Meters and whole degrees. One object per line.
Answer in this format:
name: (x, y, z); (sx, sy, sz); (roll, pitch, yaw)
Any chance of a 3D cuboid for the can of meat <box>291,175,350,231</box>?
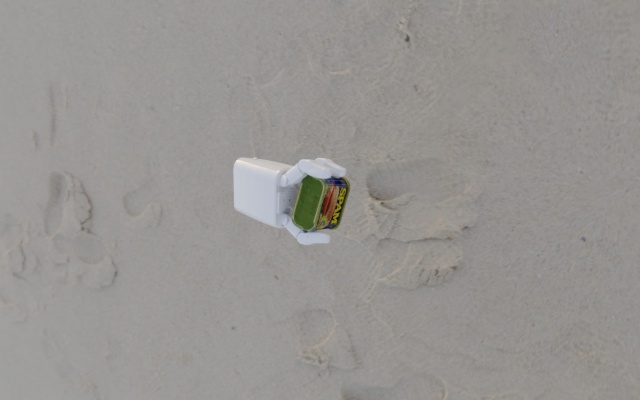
can of meat: (0.000, 0.003, 0.844); (0.057, 0.102, 0.084); (22, 12, 30)
